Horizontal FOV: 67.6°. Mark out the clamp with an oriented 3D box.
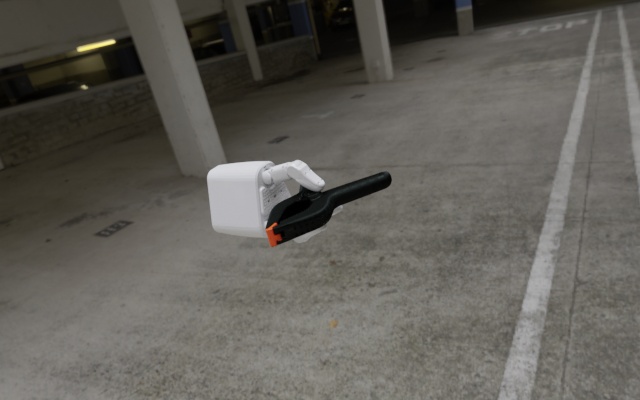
[{"bbox_3d":[-0.001,0.002,0.698,0.164,0.036,0.210,0,27,31],"label":"clamp"}]
